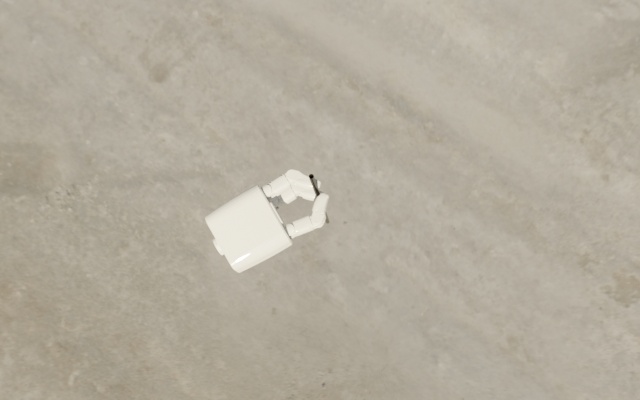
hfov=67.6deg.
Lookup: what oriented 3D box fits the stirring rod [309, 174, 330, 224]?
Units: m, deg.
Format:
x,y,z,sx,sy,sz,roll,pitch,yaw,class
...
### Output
x,y,z,sx,sy,sz,roll,pitch,yaw,class
0.000,0.003,0.849,0.011,0.011,0.240,0,-19,7,stirring rod
